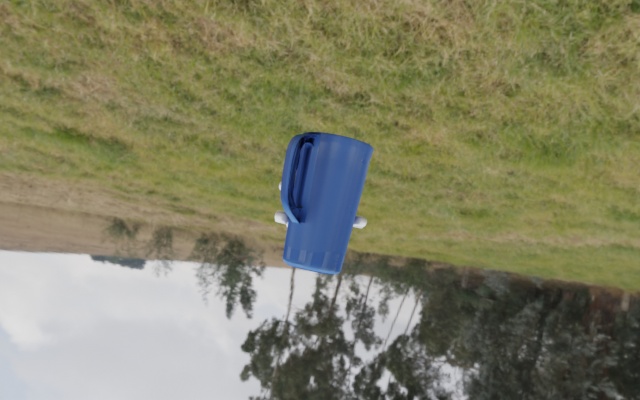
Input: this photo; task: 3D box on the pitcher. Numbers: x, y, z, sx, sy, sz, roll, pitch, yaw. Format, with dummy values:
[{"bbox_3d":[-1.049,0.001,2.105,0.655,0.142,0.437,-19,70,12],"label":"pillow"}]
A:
[{"bbox_3d":[0.000,0.003,0.856,0.149,0.243,0.145,12,-4,-1],"label":"pitcher"}]
